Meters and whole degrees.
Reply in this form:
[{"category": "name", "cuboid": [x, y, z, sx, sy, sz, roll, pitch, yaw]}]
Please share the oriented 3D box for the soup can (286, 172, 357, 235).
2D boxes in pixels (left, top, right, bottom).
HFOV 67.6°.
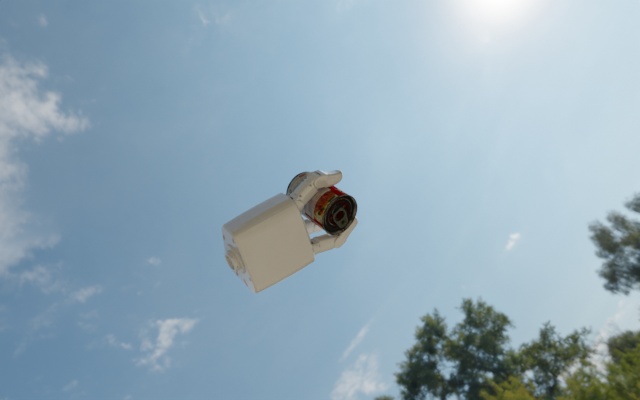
[{"category": "soup can", "cuboid": [0.000, 0.002, 0.760, 0.068, 0.068, 0.102, 0, 24, -42]}]
